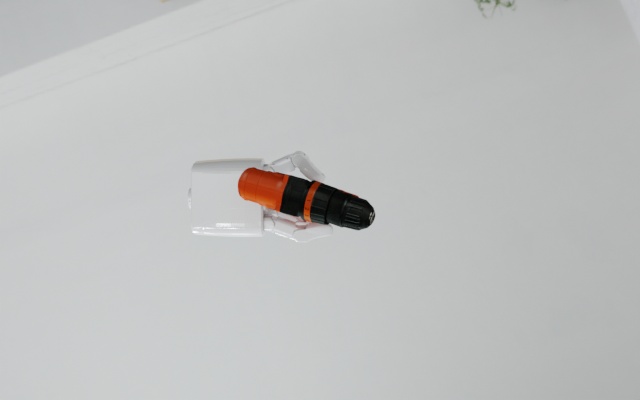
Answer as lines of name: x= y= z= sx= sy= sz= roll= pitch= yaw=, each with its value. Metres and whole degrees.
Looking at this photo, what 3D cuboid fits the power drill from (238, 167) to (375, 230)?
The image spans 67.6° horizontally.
power drill: x=0.000 y=0.002 z=0.670 sx=0.184 sy=0.057 sz=0.187 roll=17 pitch=0 yaw=17
